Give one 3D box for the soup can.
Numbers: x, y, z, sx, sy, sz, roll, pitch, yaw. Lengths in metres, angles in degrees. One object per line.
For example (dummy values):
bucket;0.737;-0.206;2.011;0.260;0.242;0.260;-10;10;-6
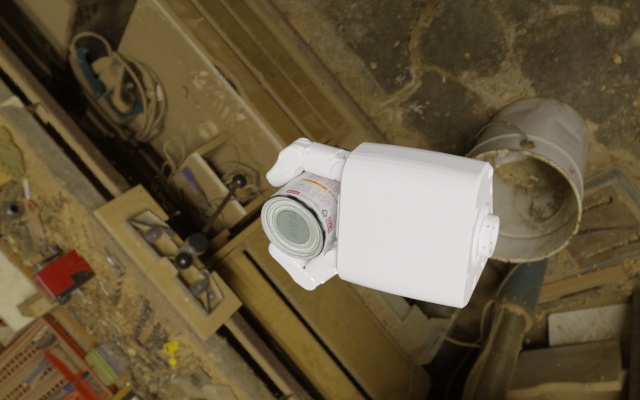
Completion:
soup can;-0.001;0.001;0.450;0.068;0.068;0.102;0;28;35
